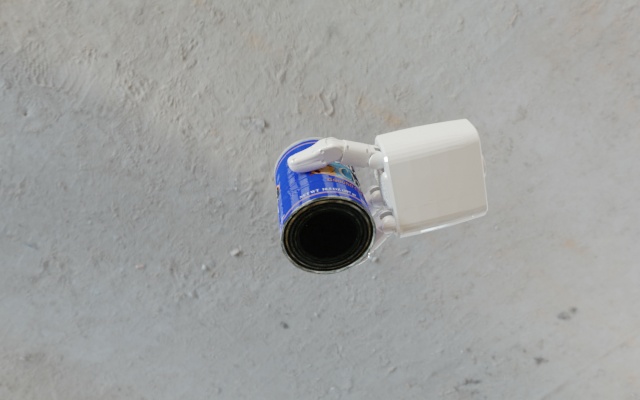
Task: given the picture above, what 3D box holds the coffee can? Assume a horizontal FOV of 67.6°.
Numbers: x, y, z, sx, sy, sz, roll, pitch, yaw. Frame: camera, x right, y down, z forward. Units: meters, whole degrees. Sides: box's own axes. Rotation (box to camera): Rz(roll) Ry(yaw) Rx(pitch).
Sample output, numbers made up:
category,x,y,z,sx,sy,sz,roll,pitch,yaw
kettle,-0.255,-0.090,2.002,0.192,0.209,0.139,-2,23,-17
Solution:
category,x,y,z,sx,sy,sz,roll,pitch,yaw
coffee can,0.000,0.002,0.559,0.103,0.103,0.140,0,33,-8
